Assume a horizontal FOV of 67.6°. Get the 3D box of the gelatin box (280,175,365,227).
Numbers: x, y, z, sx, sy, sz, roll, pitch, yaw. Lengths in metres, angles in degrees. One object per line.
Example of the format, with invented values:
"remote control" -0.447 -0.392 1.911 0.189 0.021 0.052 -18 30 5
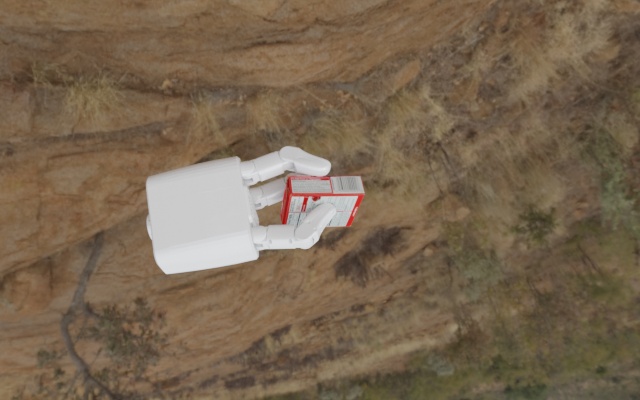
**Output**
"gelatin box" 0.000 0.002 0.564 0.089 0.030 0.073 -1 -34 -12
